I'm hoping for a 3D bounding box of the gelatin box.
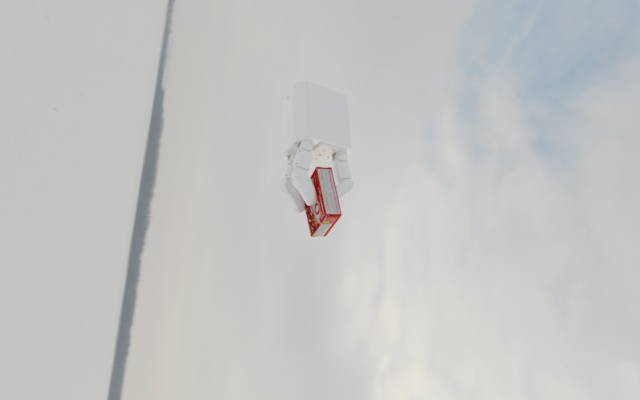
[{"bbox_3d":[0.001,0.003,0.751,0.030,0.089,0.073,0,-30,-22],"label":"gelatin box"}]
